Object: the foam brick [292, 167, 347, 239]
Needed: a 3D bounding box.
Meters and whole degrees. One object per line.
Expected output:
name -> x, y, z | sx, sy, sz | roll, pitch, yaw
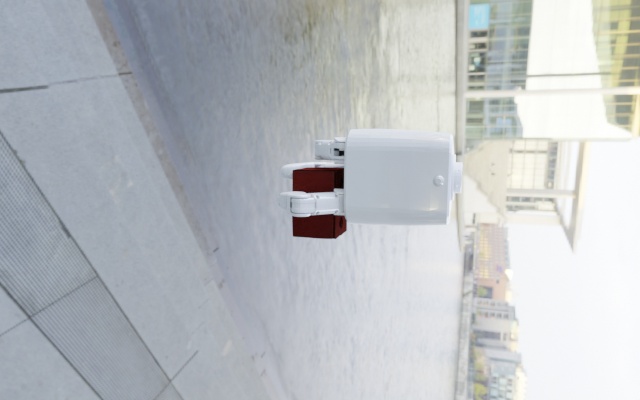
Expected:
foam brick -> 0.000, 0.002, 0.544 | 0.051, 0.078, 0.053 | 3, 8, 16
